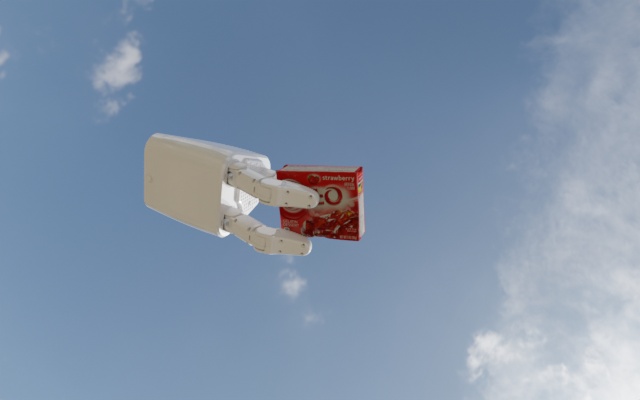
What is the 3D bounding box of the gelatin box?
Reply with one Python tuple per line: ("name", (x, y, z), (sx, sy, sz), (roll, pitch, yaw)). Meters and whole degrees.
("gelatin box", (0.001, 0.002, 0.497), (0.089, 0.073, 0.030), (3, 18, 19))
